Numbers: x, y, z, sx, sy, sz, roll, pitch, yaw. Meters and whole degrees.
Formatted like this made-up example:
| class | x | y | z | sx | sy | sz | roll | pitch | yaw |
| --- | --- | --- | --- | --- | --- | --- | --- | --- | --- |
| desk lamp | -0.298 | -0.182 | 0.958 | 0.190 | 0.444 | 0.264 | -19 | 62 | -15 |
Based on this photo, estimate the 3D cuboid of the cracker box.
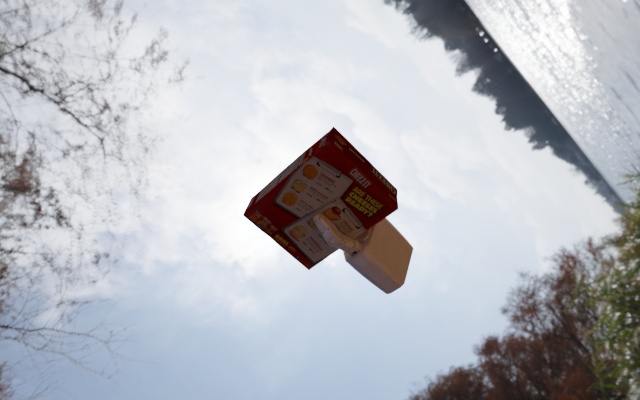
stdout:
| class | x | y | z | sx | sy | sz | roll | pitch | yaw |
| --- | --- | --- | --- | --- | --- | --- | --- | --- | --- |
| cracker box | 0.000 | 0.003 | 0.823 | 0.214 | 0.164 | 0.072 | -38 | 21 | 27 |
